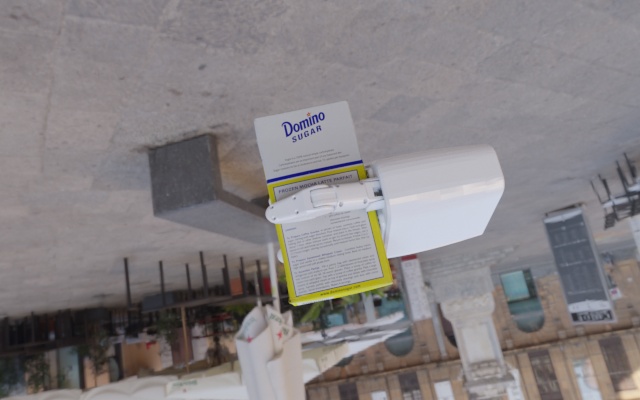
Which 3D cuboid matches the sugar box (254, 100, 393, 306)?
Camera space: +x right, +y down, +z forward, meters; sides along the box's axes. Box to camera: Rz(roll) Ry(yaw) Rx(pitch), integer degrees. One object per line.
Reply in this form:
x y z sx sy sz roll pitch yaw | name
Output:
0.000 0.002 0.446 0.093 0.176 0.048 -11 -15 -3 | sugar box
